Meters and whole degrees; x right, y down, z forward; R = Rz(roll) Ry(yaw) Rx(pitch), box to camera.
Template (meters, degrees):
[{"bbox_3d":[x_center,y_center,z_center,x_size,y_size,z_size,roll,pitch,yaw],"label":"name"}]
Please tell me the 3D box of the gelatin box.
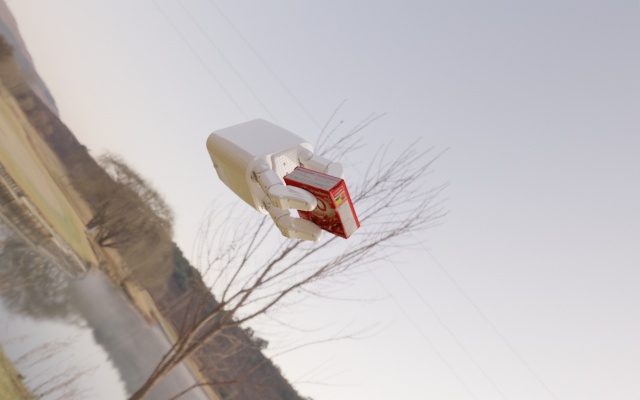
[{"bbox_3d":[0.001,0.002,0.585,0.089,0.073,0.030,18,50,45],"label":"gelatin box"}]
